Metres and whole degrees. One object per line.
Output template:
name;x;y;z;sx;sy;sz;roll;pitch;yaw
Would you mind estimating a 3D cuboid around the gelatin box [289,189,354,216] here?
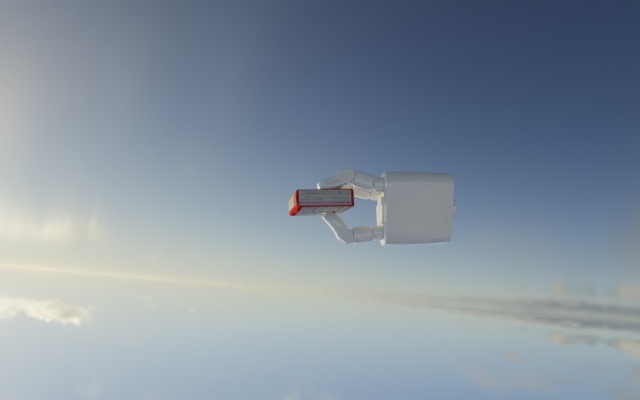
gelatin box;0.000;0.003;0.737;0.089;0.030;0.073;-2;-11;-14
